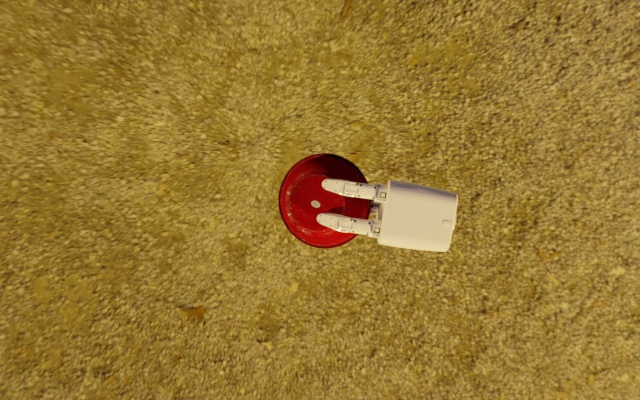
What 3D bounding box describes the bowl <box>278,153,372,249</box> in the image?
[{"bbox_3d":[-0.001,0.003,0.780,0.162,0.162,0.055,0,3,13],"label":"bowl"}]
